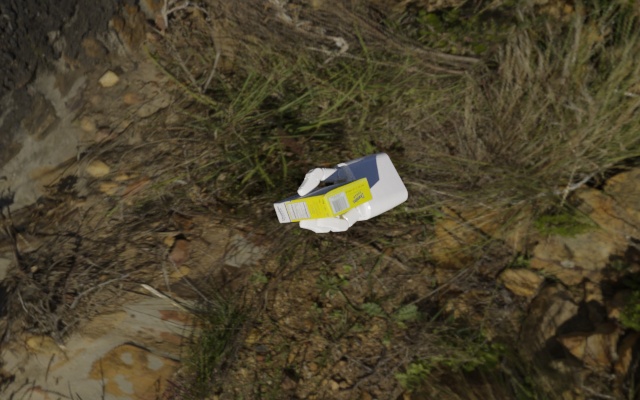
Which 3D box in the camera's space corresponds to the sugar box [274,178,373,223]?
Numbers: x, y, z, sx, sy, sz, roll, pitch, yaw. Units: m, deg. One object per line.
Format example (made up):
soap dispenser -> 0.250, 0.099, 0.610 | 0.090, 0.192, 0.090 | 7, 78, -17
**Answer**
sugar box -> 0.000, 0.003, 0.848 | 0.093, 0.048, 0.176 | -22, 5, -32
